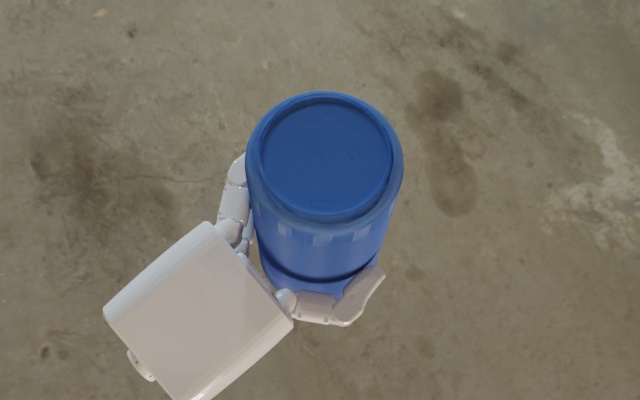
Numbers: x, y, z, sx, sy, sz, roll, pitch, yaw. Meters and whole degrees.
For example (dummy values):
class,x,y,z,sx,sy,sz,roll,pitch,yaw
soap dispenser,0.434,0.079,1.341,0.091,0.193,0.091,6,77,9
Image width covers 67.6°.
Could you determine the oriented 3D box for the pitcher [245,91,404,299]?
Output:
class,x,y,z,sx,sy,sz,roll,pitch,yaw
pitcher,0.000,0.002,0.429,0.145,0.149,0.243,-40,-15,-15
